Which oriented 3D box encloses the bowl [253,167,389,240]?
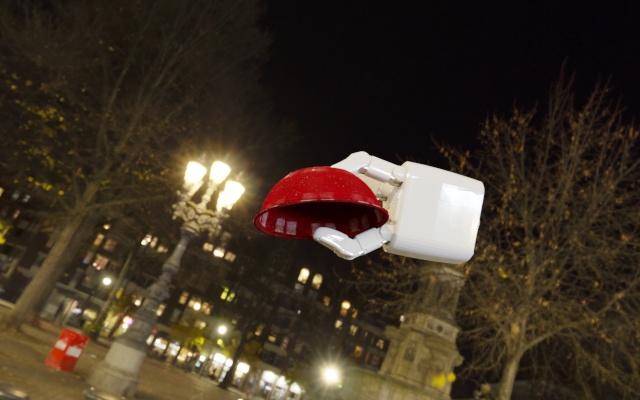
[{"bbox_3d":[-0.001,0.001,0.576,0.162,0.055,0.162,-2,-19,-1],"label":"bowl"}]
